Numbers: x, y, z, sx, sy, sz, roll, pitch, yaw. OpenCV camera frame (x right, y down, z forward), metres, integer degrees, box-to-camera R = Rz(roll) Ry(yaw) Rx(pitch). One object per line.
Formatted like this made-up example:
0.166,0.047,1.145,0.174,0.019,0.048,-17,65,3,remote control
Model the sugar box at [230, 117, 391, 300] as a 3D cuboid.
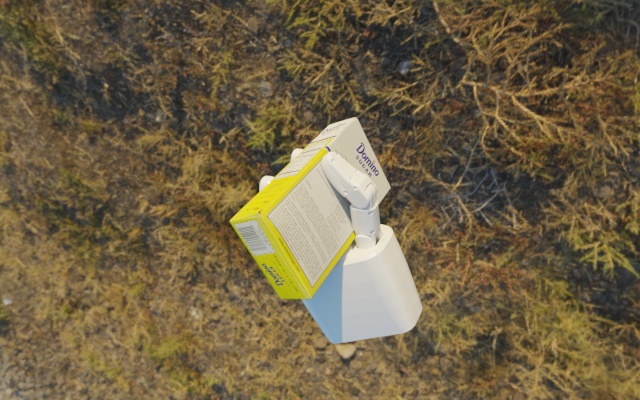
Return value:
0.000,0.002,0.463,0.048,0.093,0.176,-11,27,39,sugar box
